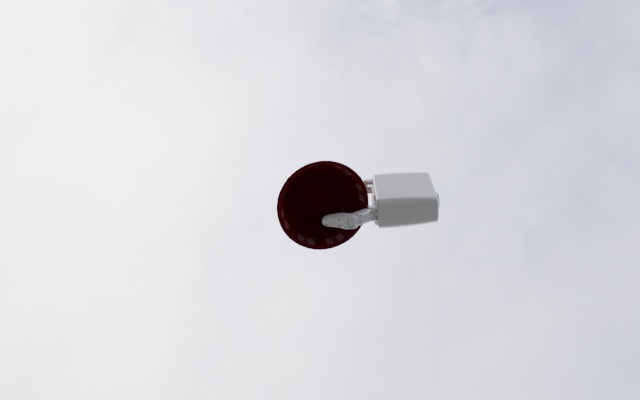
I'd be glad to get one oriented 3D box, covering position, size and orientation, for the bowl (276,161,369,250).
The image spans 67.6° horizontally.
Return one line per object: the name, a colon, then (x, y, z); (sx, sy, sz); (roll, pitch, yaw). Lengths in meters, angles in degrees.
bowl: (-0.001, 0.002, 0.839); (0.162, 0.162, 0.055); (0, 18, -13)
